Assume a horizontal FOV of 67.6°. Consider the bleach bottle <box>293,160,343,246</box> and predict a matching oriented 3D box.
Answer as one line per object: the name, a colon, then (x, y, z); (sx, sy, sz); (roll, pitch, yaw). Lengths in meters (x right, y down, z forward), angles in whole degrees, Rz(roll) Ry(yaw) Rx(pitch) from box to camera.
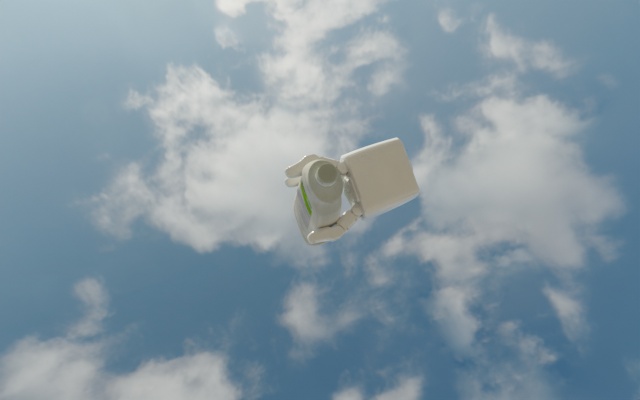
bleach bottle: (0.000, 0.003, 0.786); (0.068, 0.102, 0.251); (-21, -12, -11)
